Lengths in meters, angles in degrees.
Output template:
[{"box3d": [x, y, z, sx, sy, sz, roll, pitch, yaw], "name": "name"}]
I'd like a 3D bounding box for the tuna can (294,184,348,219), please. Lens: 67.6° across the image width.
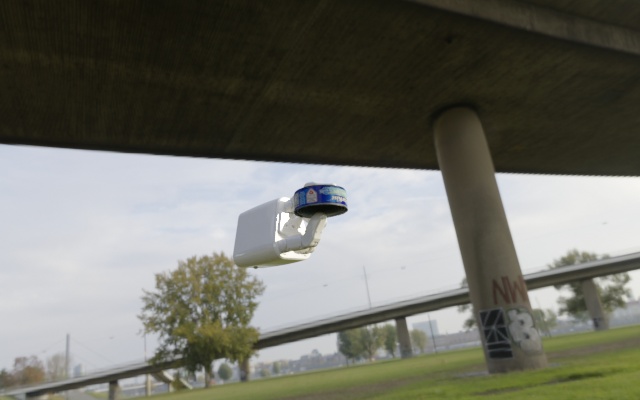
[{"box3d": [0.000, 0.002, 0.757, 0.086, 0.033, 0.086, -3, -16, -1], "name": "tuna can"}]
